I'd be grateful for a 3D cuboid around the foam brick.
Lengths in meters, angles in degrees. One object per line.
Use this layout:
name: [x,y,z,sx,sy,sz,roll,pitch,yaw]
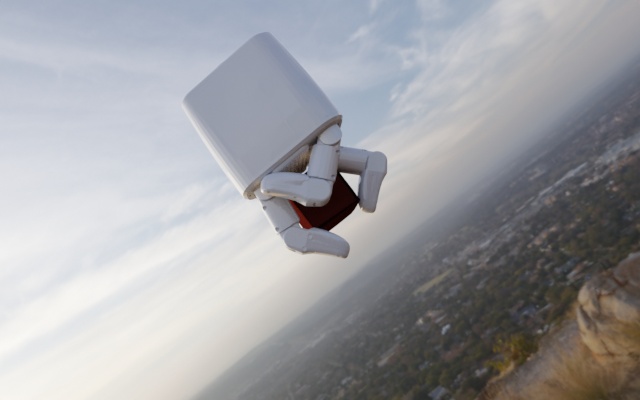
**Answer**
foam brick: [0.000,0.002,0.471,0.053,0.051,0.078,-37,-8,-10]
